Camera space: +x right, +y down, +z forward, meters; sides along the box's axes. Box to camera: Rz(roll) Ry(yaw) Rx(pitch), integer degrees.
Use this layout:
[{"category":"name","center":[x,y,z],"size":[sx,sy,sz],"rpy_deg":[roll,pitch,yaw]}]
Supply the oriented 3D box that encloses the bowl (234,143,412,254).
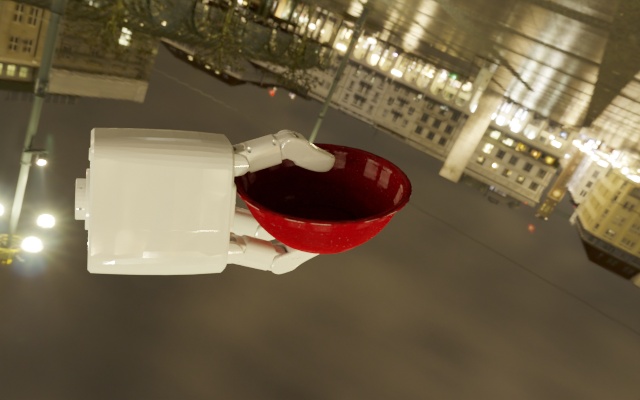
[{"category":"bowl","center":[0.001,0.002,0.444],"size":[0.162,0.055,0.162],"rpy_deg":[3,29,-1]}]
